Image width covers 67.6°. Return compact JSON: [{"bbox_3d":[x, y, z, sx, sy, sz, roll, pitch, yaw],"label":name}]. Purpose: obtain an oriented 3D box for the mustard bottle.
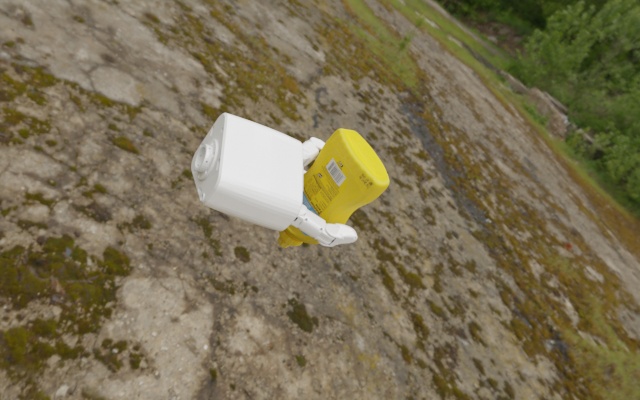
[{"bbox_3d":[0.001,0.002,0.637,0.058,0.096,0.192,-3,-36,-50],"label":"mustard bottle"}]
